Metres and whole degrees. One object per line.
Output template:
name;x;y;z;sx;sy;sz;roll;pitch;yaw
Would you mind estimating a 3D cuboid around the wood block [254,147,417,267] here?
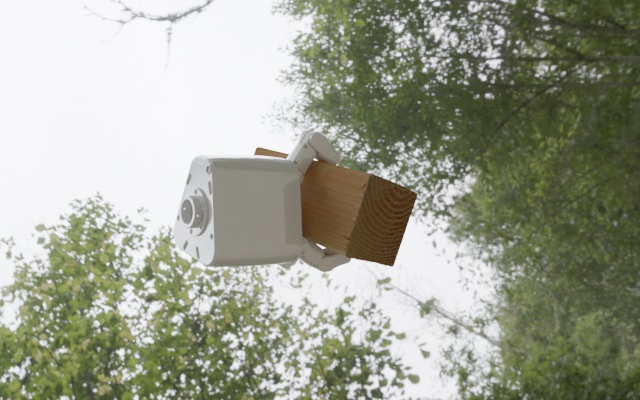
wood block;0.000;0.001;0.583;0.090;0.091;0.206;18;1;-44
